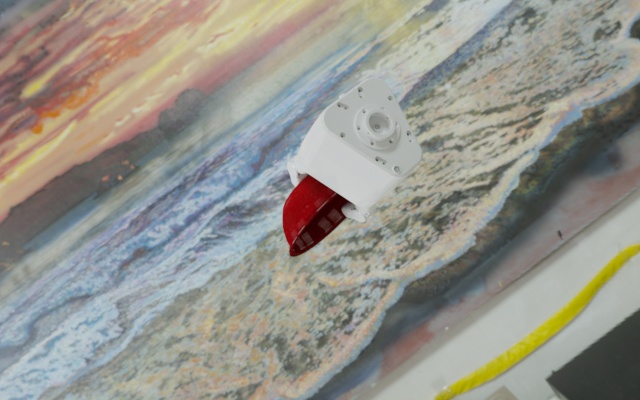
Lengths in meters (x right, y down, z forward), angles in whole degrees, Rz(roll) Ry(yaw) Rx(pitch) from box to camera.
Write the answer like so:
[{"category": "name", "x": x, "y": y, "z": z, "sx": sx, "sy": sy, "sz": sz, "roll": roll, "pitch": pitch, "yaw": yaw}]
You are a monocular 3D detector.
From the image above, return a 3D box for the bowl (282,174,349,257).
[{"category": "bowl", "x": -0.001, "y": 0.003, "z": 0.658, "sx": 0.055, "sy": 0.162, "sz": 0.162, "roll": 44, "pitch": 14, "yaw": 15}]
